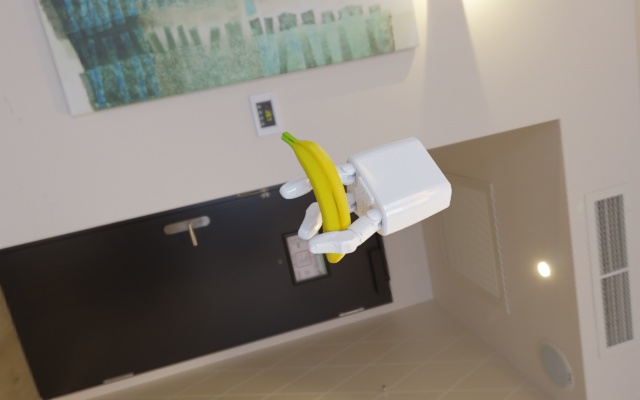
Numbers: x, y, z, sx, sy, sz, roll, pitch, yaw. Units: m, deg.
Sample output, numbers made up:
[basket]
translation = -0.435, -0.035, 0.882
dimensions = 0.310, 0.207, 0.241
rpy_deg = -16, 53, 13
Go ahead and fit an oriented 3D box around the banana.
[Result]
[banana]
translation = 0.008, 0.003, 0.610
dimensions = 0.037, 0.198, 0.069
rpy_deg = -28, 25, -21
